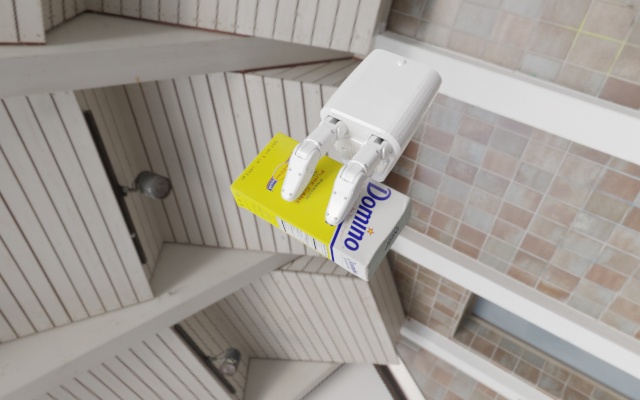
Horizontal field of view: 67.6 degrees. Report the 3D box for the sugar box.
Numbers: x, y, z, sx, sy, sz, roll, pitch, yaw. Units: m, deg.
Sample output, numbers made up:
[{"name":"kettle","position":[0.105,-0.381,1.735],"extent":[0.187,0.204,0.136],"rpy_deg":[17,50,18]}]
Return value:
[{"name":"sugar box","position":[0.000,0.001,0.516],"extent":[0.176,0.093,0.048],"rpy_deg":[27,-24,23]}]
